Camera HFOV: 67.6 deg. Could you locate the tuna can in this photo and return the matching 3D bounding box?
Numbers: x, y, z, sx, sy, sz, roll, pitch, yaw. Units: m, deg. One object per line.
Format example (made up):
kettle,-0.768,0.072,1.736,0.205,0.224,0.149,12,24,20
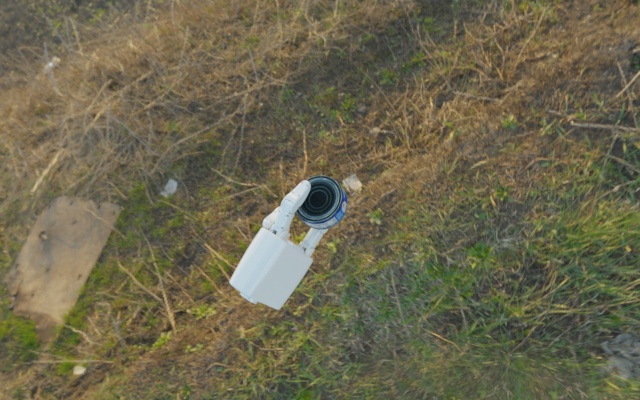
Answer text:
tuna can,0.000,0.002,0.788,0.086,0.086,0.034,0,-22,19
